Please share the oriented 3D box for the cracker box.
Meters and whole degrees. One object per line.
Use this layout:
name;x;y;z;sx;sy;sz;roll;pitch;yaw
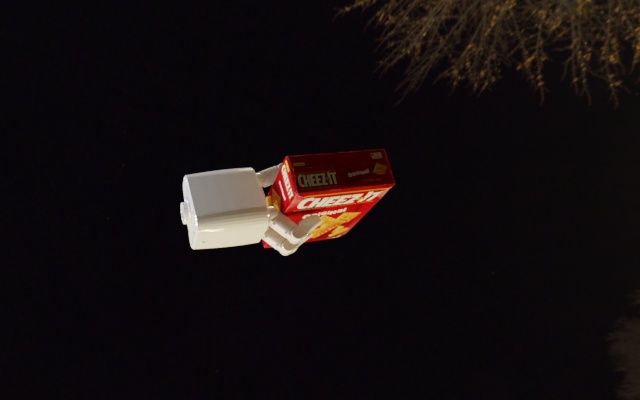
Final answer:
cracker box;0.000;0.002;0.782;0.164;0.072;0.214;-7;-22;-23
